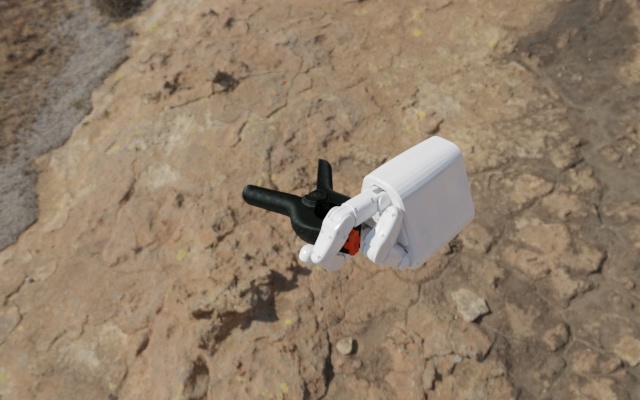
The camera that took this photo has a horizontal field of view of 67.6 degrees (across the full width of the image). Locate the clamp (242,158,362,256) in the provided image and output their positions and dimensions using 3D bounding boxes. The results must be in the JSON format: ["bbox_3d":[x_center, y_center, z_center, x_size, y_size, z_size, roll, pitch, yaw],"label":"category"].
[{"bbox_3d":[0.000,0.001,0.554,0.120,0.039,0.171,-33,45,-25],"label":"clamp"}]
